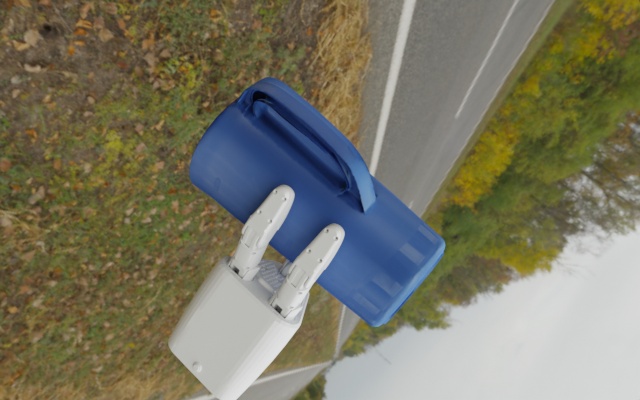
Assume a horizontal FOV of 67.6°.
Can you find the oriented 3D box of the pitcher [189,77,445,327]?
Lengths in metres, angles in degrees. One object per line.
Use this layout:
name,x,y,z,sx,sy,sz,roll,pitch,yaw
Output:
pitcher,0.000,0.002,0.468,0.243,0.145,0.149,40,11,12
